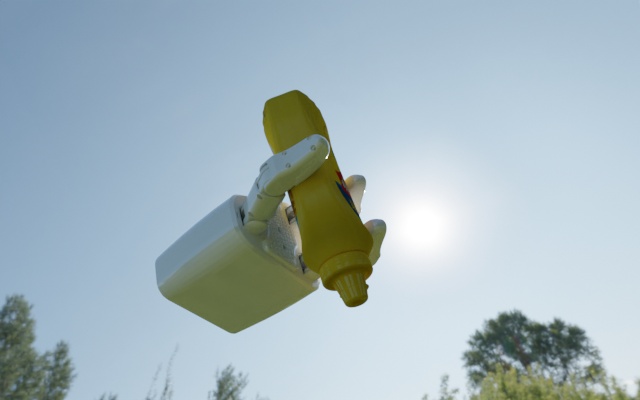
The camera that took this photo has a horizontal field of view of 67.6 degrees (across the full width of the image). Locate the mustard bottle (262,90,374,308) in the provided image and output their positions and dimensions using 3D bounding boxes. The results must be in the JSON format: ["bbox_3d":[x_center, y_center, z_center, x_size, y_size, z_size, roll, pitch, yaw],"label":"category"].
[{"bbox_3d":[0.000,0.001,0.406,0.058,0.191,0.096,-20,-34,1],"label":"mustard bottle"}]
